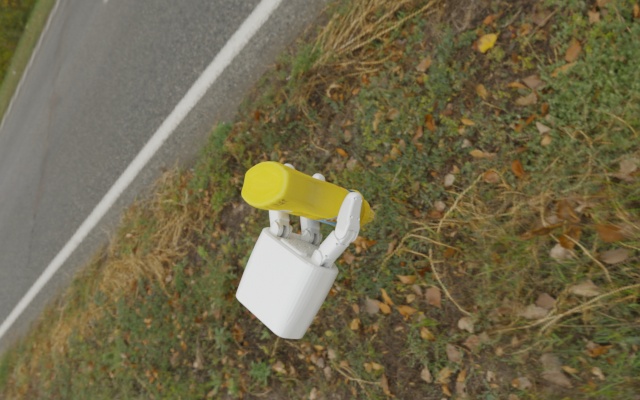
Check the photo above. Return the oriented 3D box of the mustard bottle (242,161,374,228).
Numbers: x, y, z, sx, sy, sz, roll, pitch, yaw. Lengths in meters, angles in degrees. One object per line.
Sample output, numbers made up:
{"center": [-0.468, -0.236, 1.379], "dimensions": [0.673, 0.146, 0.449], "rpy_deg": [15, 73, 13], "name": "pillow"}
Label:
{"center": [0.000, 0.002, 0.627], "dimensions": [0.192, 0.058, 0.096], "rpy_deg": [17, -11, -39], "name": "mustard bottle"}
